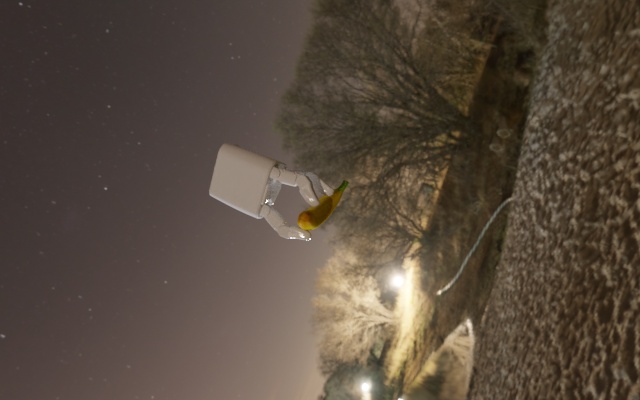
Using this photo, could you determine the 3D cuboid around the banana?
[{"bbox_3d":[-0.004,0.017,0.889,0.037,0.070,0.197,26,29,12],"label":"banana"}]
